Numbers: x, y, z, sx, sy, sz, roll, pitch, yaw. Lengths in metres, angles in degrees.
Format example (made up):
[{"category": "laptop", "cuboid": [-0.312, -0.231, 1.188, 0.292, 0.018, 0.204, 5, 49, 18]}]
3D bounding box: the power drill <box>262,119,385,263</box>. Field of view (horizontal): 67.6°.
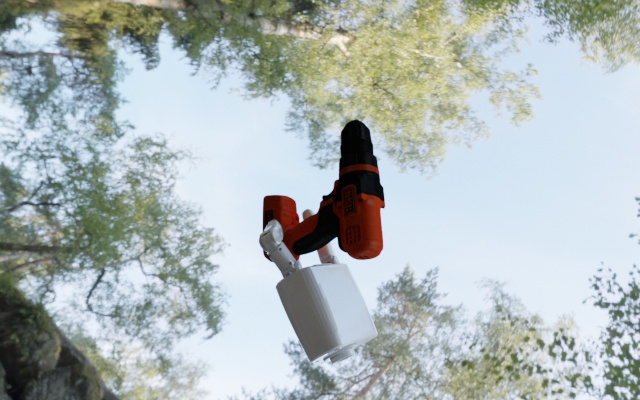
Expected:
[{"category": "power drill", "cuboid": [0.000, 0.002, 0.636, 0.057, 0.184, 0.188, 20, -31, -40]}]
